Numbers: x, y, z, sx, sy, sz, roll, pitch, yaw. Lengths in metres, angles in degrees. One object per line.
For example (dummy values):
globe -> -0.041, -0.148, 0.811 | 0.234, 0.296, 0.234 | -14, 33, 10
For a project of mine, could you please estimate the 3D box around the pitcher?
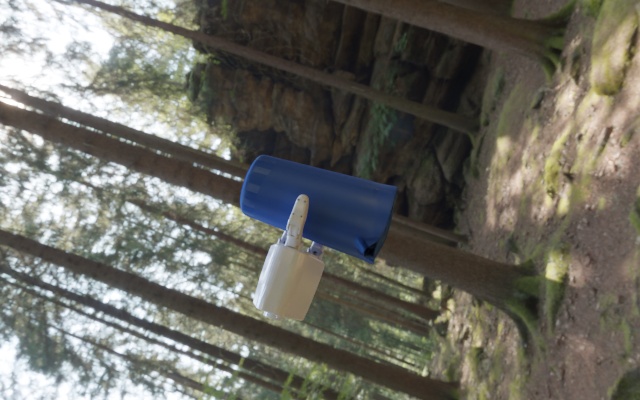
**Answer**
pitcher -> 0.000, 0.003, 0.799 | 0.243, 0.145, 0.149 | 18, -9, 7
